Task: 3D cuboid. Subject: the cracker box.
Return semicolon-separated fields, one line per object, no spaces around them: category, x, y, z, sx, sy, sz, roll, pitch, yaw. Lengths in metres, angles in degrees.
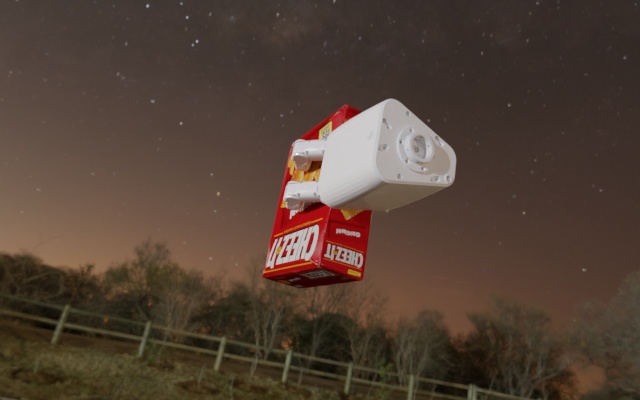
cracker box;0.000;0.002;0.643;0.072;0.213;0.164;20;-22;-25
